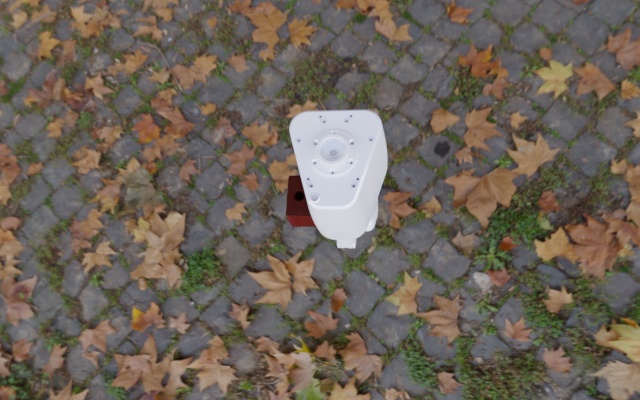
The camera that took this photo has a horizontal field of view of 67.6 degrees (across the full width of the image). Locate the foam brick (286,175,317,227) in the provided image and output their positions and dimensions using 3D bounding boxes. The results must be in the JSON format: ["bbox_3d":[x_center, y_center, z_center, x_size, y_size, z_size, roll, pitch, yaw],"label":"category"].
[{"bbox_3d":[0.000,0.002,0.585,0.078,0.053,0.051,0,-18,9],"label":"foam brick"}]
